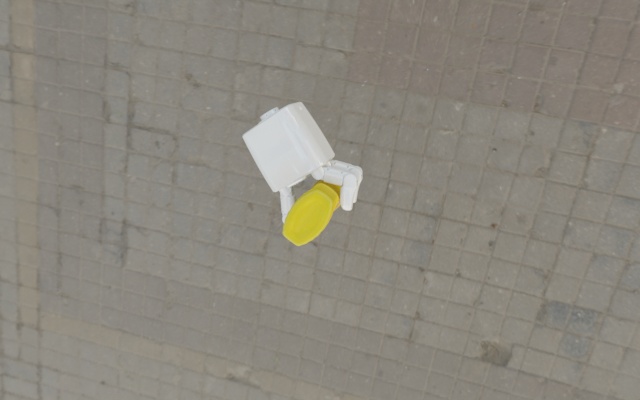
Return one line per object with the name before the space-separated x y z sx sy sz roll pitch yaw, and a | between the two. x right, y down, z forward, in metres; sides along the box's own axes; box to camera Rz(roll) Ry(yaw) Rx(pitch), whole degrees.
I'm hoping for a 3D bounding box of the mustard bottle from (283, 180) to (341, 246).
mustard bottle | 0.000 0.003 0.783 0.058 0.096 0.191 36 19 1
